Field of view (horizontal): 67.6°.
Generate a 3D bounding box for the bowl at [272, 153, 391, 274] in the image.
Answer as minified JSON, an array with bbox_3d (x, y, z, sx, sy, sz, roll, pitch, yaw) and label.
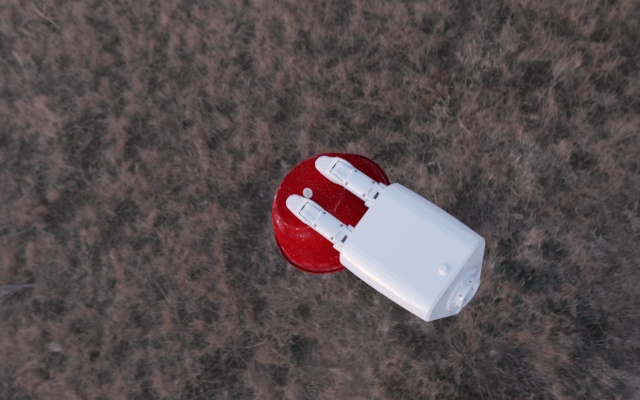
[{"bbox_3d":[-0.001,0.001,0.563,0.162,0.162,0.055,0,-26,32],"label":"bowl"}]
